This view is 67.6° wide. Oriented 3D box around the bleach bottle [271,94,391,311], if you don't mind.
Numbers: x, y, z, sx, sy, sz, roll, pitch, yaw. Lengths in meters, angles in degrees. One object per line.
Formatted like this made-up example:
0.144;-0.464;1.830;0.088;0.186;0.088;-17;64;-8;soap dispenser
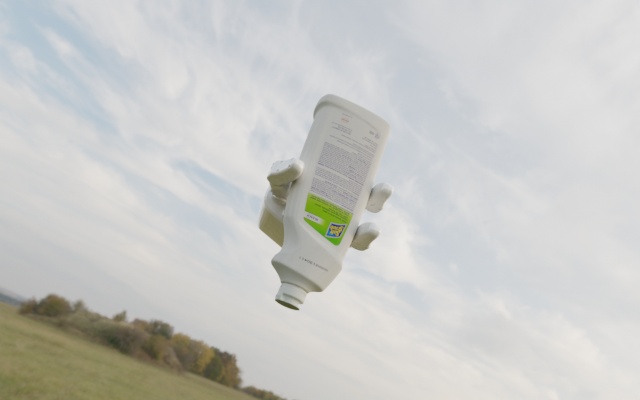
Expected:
0.000;0.002;0.558;0.102;0.250;0.068;24;-23;-5;bleach bottle
